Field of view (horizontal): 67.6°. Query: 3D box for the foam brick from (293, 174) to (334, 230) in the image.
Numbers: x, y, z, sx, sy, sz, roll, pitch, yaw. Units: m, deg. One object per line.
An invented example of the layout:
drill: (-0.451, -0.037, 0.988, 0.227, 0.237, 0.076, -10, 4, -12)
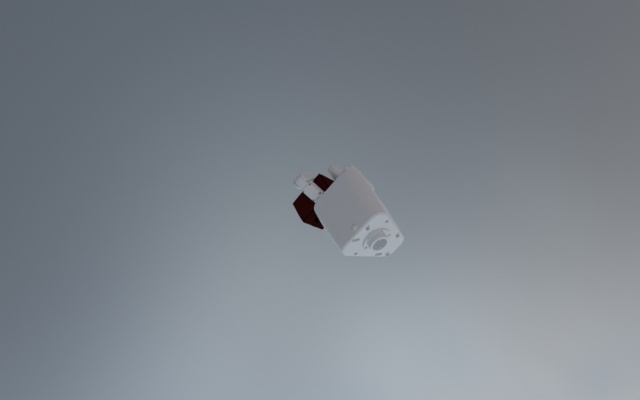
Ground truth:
foam brick: (0.000, 0.003, 0.834, 0.053, 0.078, 0.051, 24, 26, -43)
